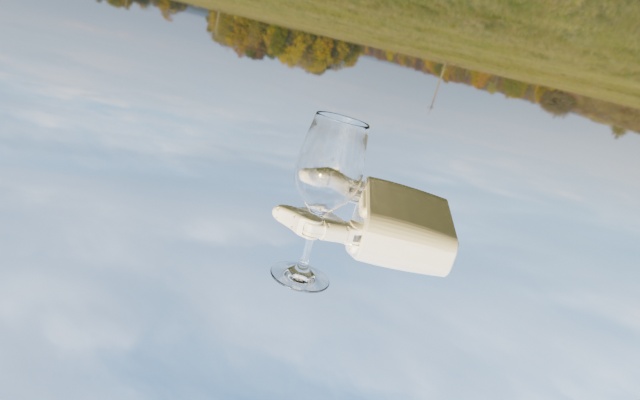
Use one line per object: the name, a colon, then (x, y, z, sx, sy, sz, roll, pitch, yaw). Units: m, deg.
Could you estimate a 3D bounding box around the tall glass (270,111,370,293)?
tall glass: (0.000, 0.002, 0.554, 0.079, 0.201, 0.079, 14, 17, -4)
